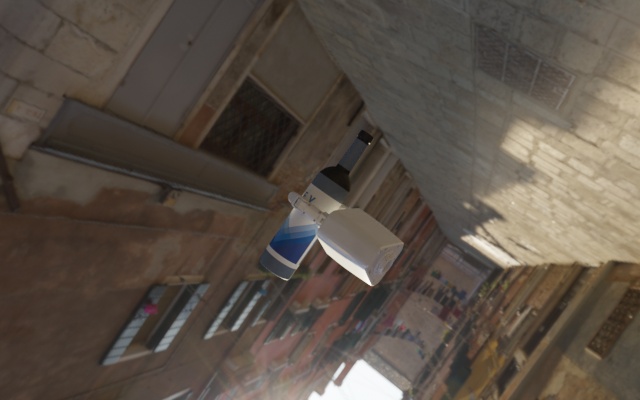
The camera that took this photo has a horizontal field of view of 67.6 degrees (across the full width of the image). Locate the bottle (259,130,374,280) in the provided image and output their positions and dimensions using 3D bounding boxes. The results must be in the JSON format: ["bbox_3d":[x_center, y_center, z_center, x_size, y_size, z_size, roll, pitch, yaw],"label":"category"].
[{"bbox_3d":[0.000,0.003,0.853,0.069,0.296,0.069,35,3,-2],"label":"bottle"}]
